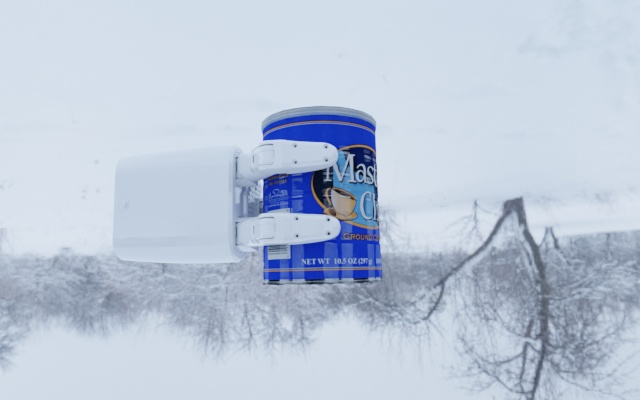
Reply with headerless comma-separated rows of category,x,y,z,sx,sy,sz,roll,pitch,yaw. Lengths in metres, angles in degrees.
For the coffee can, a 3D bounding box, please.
coffee can,0.000,0.001,0.417,0.103,0.140,0.103,-1,-8,0
